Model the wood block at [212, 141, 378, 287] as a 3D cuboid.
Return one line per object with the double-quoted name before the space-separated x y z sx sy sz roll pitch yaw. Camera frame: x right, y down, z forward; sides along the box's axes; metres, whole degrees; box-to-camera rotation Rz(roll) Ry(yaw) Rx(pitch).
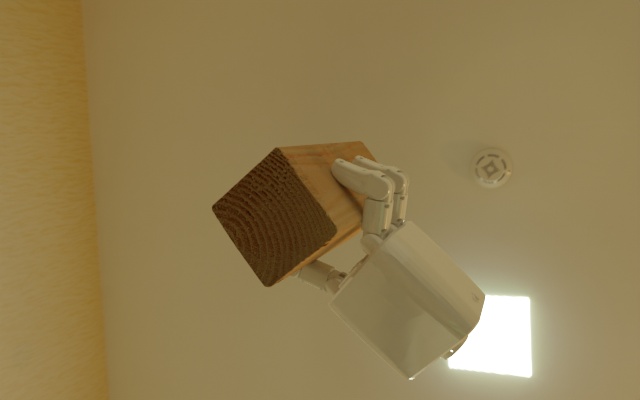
"wood block" 0.000 0.002 0.489 0.091 0.090 0.206 -40 -9 23
